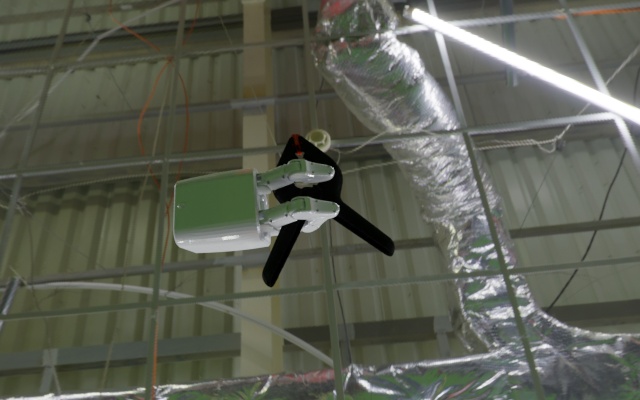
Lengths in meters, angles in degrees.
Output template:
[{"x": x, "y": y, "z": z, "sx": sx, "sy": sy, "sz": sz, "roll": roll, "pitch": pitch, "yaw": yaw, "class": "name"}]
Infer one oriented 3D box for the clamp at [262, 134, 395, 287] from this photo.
[{"x": 0.000, "y": 0.002, "z": 0.623, "sx": 0.164, "sy": 0.209, "sz": 0.036, "roll": -7, "pitch": -29, "yaw": -1, "class": "clamp"}]
